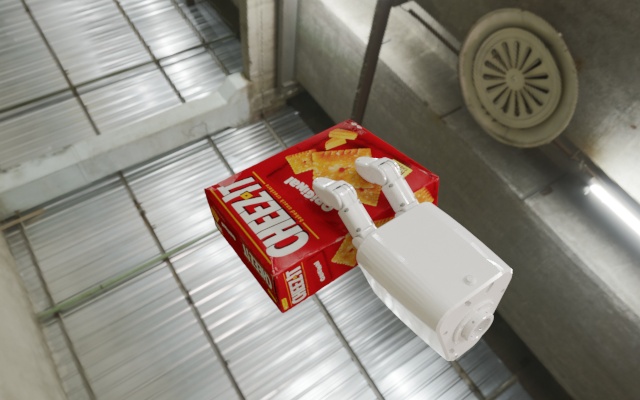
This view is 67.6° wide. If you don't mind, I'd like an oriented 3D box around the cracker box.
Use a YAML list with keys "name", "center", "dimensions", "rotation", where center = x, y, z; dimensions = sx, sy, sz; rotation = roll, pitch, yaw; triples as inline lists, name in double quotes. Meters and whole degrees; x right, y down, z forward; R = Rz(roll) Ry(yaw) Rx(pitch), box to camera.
- name: "cracker box"
  center: [0.000, 0.002, 0.547]
  dimensions: [0.213, 0.072, 0.164]
  rotation: [-28, 46, -21]
